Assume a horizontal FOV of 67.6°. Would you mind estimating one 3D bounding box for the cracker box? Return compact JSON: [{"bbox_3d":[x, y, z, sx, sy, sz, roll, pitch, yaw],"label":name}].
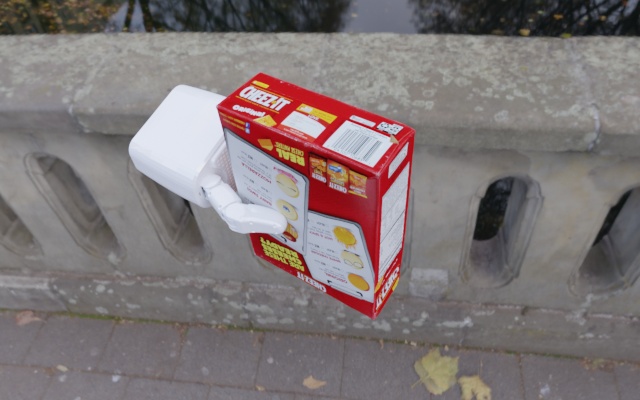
[{"bbox_3d":[0.000,0.002,0.465,0.164,0.214,0.072,25,54,25],"label":"cracker box"}]
